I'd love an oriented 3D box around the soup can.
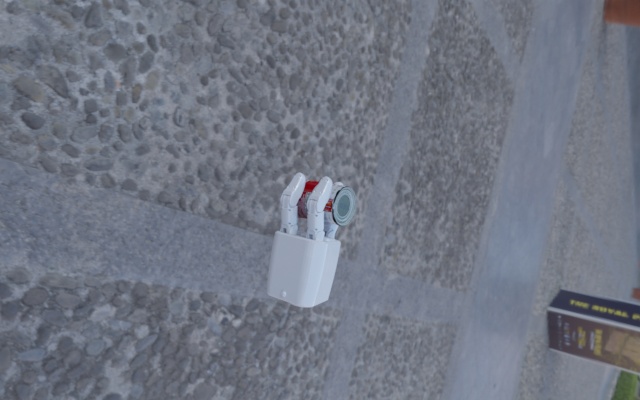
[{"bbox_3d":[0.001,0.002,0.801,0.102,0.068,0.068,10,6,36],"label":"soup can"}]
